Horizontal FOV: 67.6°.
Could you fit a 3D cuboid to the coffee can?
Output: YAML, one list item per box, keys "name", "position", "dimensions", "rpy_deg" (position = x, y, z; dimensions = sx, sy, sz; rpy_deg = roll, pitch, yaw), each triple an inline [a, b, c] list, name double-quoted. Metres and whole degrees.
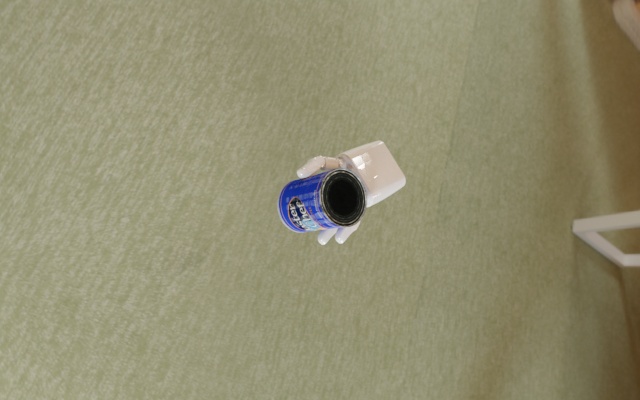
- name: "coffee can"
  position: [0.000, 0.003, 0.863]
  dimensions: [0.103, 0.103, 0.140]
  rpy_deg: [0, -6, -36]
